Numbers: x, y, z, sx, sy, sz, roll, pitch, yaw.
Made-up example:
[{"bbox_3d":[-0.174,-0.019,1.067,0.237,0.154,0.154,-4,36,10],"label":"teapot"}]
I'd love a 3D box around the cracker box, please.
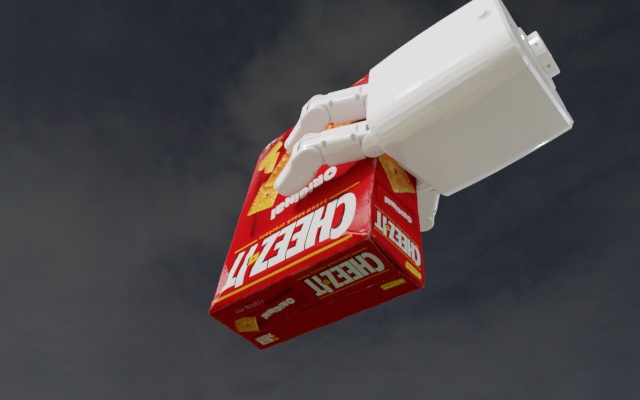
[{"bbox_3d":[0.000,0.001,0.423,0.164,0.213,0.072,-30,-58,31],"label":"cracker box"}]
